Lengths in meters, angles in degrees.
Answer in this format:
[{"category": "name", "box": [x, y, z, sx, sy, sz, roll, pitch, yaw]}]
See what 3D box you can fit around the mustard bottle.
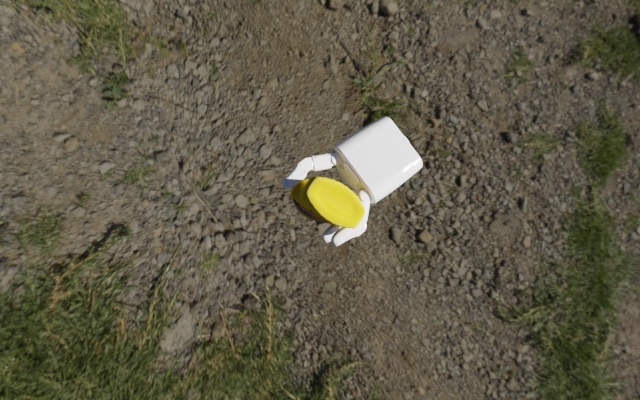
[{"category": "mustard bottle", "box": [0.000, 0.003, 0.777, 0.096, 0.058, 0.191, 33, -7, -13]}]
